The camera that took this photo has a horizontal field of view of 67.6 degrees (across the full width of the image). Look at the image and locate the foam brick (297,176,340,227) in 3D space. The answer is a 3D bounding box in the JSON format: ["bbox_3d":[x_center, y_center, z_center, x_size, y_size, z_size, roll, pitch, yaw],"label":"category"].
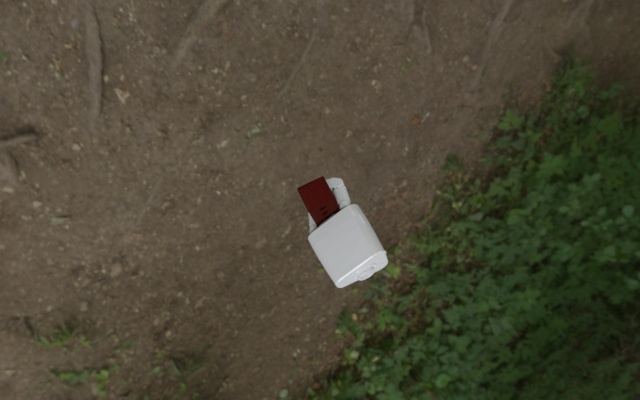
[{"bbox_3d":[0.000,0.003,0.854,0.053,0.051,0.078,-27,-27,1],"label":"foam brick"}]
